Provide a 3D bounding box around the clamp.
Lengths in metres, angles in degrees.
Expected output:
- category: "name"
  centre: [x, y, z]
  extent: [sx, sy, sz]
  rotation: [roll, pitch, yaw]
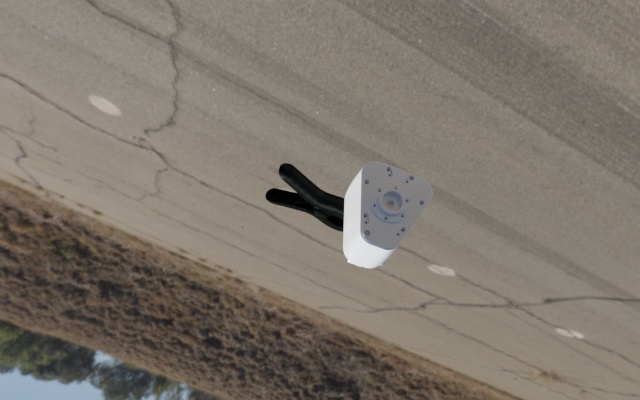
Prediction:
- category: "clamp"
  centre: [0.000, 0.003, 0.705]
  extent: [0.171, 0.039, 0.120]
  rotation: [21, -18, 1]
